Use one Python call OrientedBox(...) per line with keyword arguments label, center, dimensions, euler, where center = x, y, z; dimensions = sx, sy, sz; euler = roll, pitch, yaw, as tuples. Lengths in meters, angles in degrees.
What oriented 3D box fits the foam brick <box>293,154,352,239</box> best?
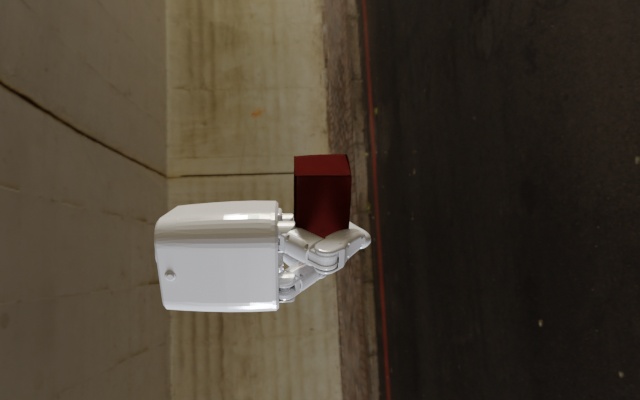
OrientedBox(label="foam brick", center=(0.000, 0.001, 0.446), dimensions=(0.051, 0.078, 0.053), euler=(1, 25, -2))
